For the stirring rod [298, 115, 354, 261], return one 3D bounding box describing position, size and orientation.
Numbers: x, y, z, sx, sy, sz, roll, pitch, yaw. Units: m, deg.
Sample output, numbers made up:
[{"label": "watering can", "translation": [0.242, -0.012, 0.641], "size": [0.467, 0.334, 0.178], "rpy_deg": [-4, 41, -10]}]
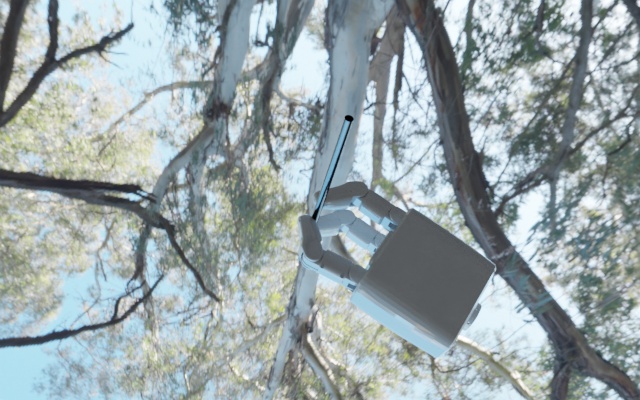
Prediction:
[{"label": "stirring rod", "translation": [0.000, 0.002, 0.489], "size": [0.011, 0.011, 0.240], "rpy_deg": [0, -35, -14]}]
